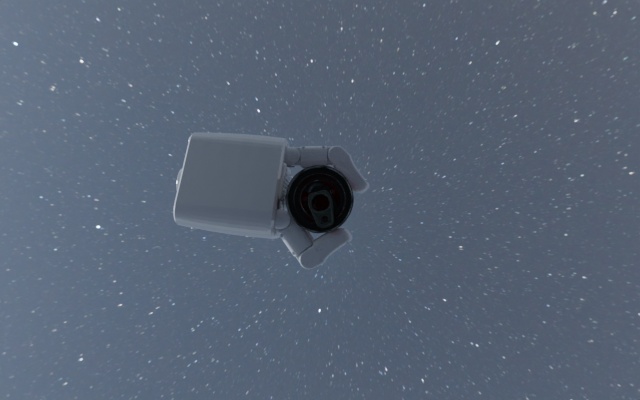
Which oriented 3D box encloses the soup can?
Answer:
[{"bbox_3d":[0.001,0.002,0.521,0.068,0.068,0.102,0,-4,1],"label":"soup can"}]
